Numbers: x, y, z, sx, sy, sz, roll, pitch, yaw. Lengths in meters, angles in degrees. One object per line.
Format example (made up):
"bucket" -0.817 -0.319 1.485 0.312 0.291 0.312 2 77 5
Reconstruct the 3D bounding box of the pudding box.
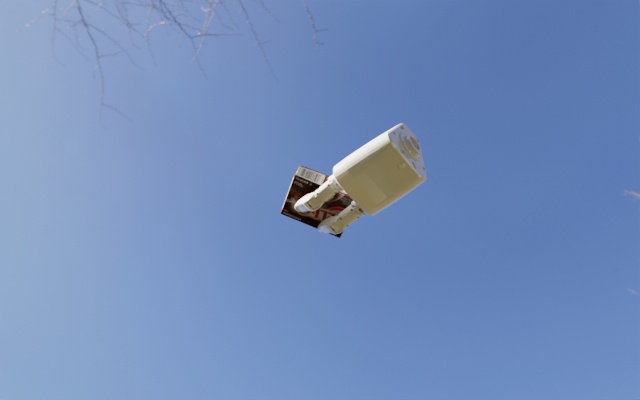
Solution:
"pudding box" 0.000 0.002 0.792 0.113 0.090 0.039 23 38 0
